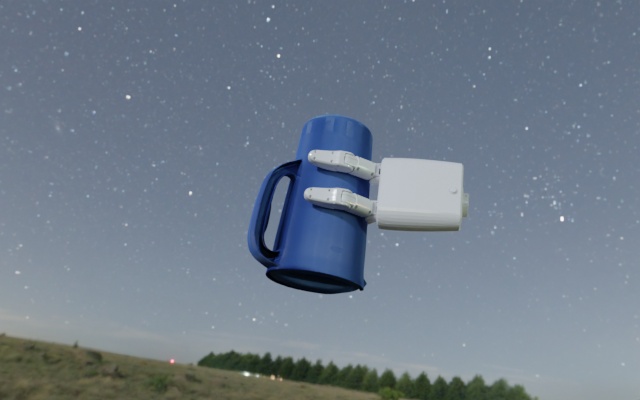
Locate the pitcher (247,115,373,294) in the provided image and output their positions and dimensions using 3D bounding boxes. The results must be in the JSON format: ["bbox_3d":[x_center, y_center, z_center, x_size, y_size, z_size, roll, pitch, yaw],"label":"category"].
[{"bbox_3d":[0.000,0.002,0.672,0.145,0.242,0.149,3,-22,14],"label":"pitcher"}]
